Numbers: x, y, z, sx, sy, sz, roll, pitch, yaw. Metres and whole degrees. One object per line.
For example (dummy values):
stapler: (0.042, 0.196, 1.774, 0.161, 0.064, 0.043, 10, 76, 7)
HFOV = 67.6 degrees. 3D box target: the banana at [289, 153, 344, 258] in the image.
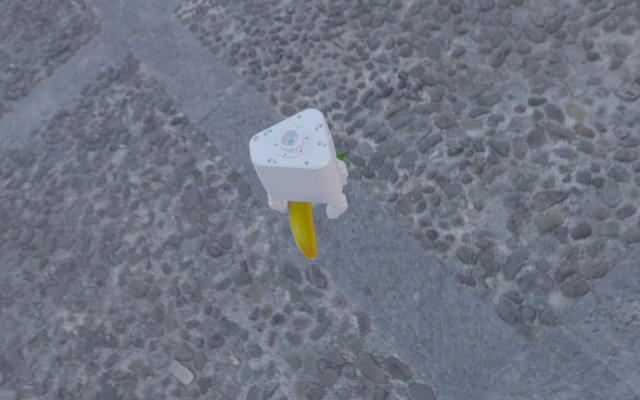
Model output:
banana: (-0.017, -0.005, 0.783, 0.069, 0.197, 0.037, 14, -22, 6)
